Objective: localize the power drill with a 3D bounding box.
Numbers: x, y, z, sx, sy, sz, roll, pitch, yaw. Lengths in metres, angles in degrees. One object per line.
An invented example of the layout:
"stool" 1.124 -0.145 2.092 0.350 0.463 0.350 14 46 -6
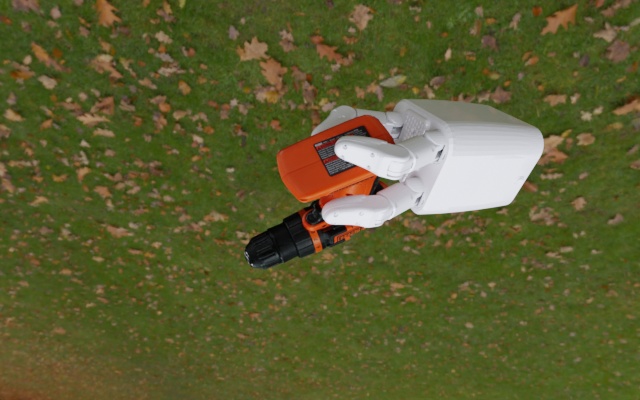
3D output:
"power drill" 0.000 0.001 0.487 0.184 0.057 0.188 -25 -19 -11
